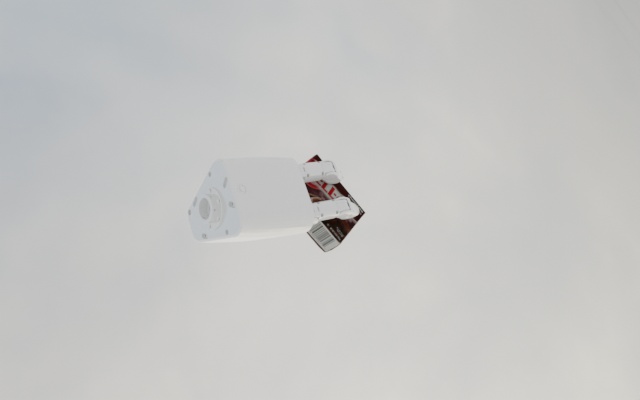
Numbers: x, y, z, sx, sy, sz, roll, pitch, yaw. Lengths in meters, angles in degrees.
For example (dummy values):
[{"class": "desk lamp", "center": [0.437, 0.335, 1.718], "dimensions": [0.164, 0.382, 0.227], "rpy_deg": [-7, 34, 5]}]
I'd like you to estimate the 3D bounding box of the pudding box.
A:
[{"class": "pudding box", "center": [0.000, 0.002, 0.655], "dimensions": [0.039, 0.113, 0.090], "rpy_deg": [-34, 7, 39]}]
